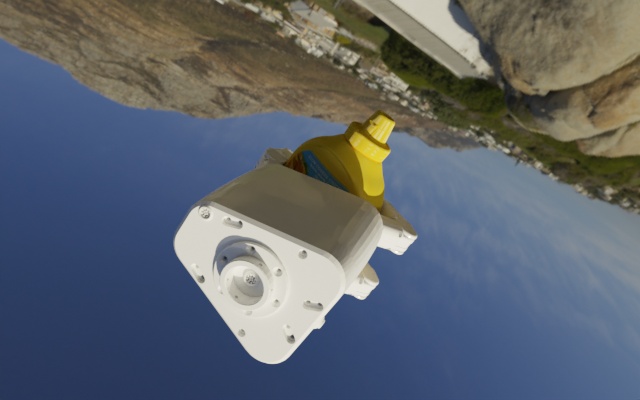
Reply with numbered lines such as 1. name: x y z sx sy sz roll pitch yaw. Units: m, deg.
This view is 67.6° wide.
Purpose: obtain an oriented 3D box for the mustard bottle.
1. mustard bottle: 0.000 0.002 0.426 0.058 0.192 0.096 3 40 -54
